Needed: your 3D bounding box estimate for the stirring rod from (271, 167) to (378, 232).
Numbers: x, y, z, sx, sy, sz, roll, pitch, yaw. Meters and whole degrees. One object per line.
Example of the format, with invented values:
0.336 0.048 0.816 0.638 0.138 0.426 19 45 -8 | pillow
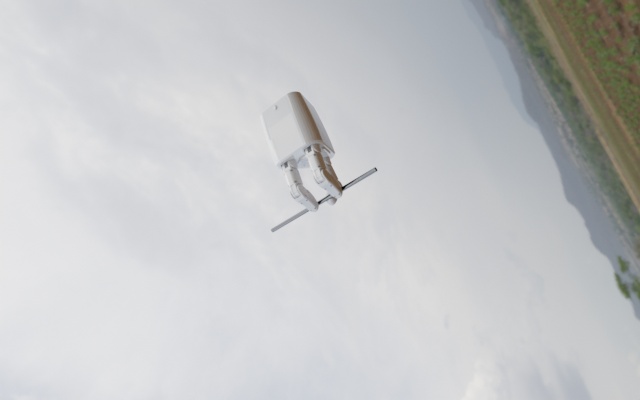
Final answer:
0.000 0.003 0.835 0.239 0.011 0.011 -31 -16 29 | stirring rod
